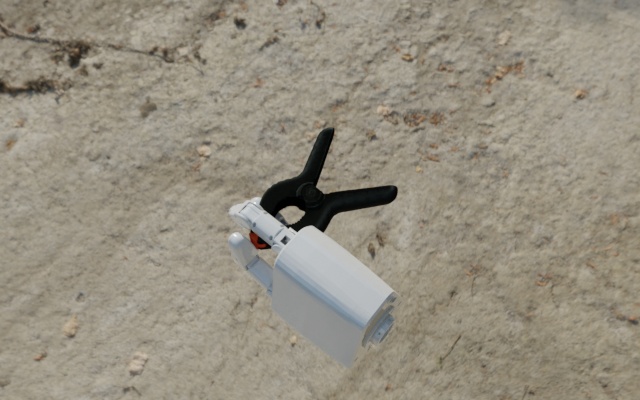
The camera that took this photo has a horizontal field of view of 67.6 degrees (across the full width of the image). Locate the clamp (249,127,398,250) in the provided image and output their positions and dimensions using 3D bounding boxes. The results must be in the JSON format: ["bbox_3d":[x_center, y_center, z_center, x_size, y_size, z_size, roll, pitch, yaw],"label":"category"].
[{"bbox_3d":[0.000,0.001,0.529,0.120,0.171,0.039,35,-21,22],"label":"clamp"}]
